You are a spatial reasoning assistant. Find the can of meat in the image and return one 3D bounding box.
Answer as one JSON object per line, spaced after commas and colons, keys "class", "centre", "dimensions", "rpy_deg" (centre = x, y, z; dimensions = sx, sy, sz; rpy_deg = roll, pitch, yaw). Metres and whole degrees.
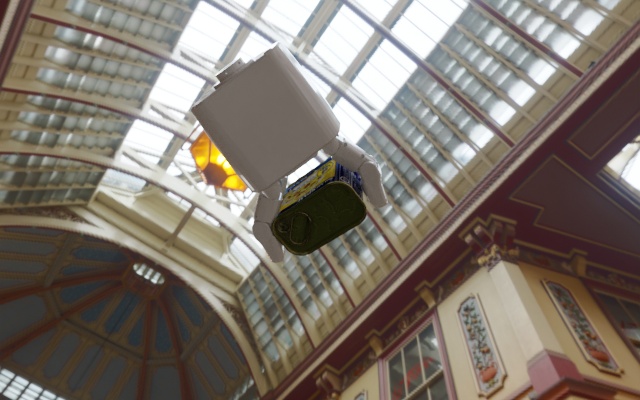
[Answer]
{"class": "can of meat", "centre": [0.000, 0.002, 0.536], "dimensions": [0.102, 0.057, 0.084], "rpy_deg": [-33, 22, 19]}
